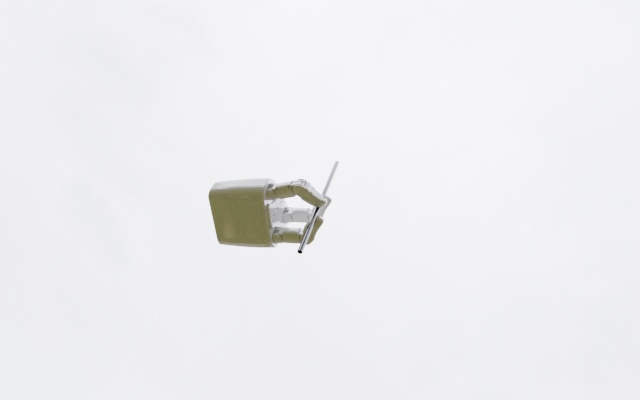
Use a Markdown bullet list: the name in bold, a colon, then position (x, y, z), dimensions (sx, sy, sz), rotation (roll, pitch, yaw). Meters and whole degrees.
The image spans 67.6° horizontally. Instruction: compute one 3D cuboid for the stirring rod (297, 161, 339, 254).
- **stirring rod**: position (0.000, 0.003, 0.783), dimensions (0.011, 0.011, 0.239), rotation (0, 37, 18)
